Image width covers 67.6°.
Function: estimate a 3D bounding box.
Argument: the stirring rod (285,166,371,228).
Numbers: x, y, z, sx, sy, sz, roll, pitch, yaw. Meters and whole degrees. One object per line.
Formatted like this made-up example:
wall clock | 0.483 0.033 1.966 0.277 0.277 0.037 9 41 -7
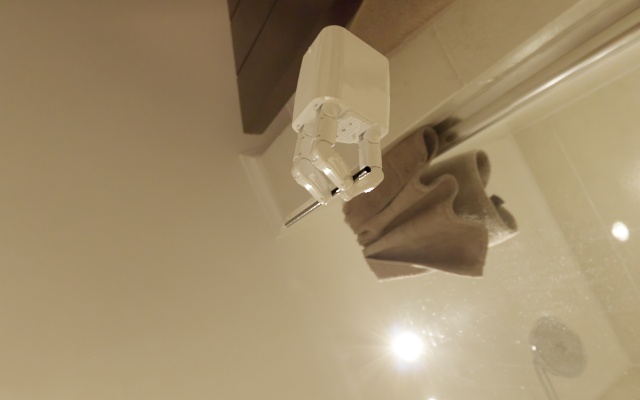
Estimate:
stirring rod | 0.000 0.002 0.603 0.011 0.011 0.239 0 -17 -25
